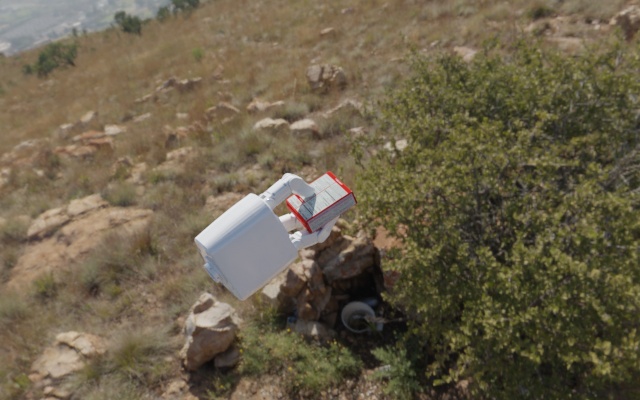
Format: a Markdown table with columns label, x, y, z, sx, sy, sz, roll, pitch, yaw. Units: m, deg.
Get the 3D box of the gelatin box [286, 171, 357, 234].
| label | x | y | z | sx | sy | sz | roll | pitch | yaw |
| --- | --- | --- | --- | --- | --- | --- | --- | --- | --- |
| gelatin box | 0.000 | 0.002 | 0.738 | 0.089 | 0.030 | 0.073 | -34 | 40 | -9 |
